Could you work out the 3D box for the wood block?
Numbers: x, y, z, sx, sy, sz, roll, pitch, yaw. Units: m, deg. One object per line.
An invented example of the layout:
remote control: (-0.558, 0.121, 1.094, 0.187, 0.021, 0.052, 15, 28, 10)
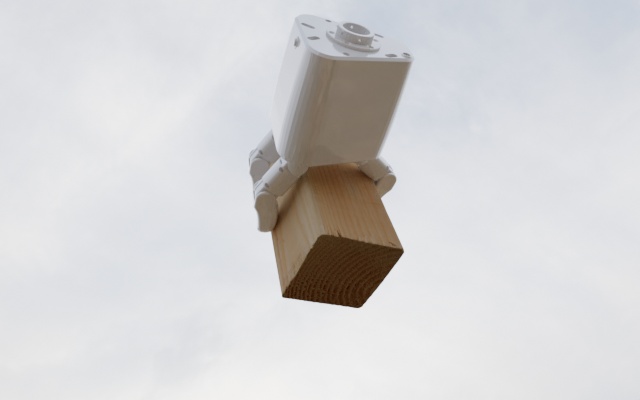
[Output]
wood block: (0.000, 0.001, 0.511, 0.091, 0.090, 0.206, 13, 36, -25)
